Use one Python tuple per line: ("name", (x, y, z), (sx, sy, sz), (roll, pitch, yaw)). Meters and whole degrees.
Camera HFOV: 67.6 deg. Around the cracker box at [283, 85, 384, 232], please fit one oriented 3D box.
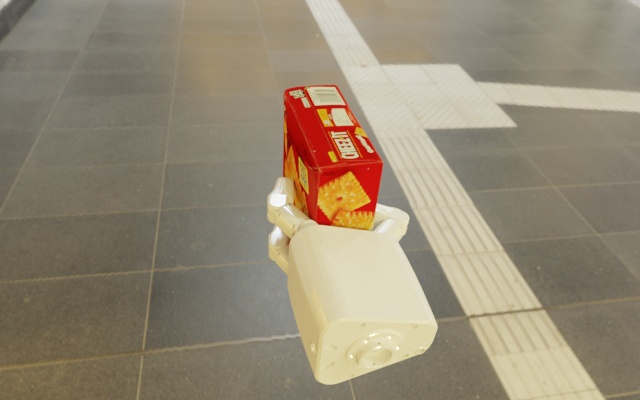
("cracker box", (0.000, 0.002, 0.542), (0.072, 0.214, 0.164), (-6, 40, -14))
